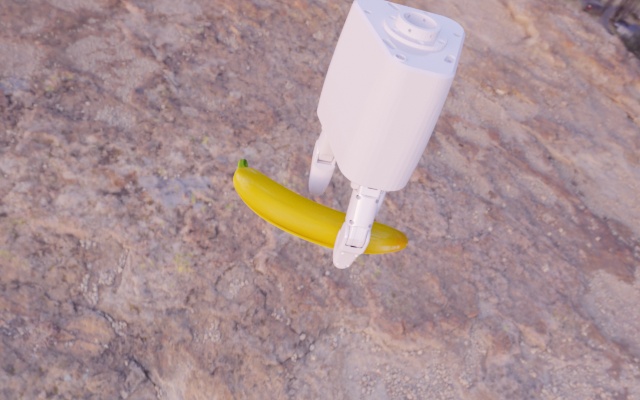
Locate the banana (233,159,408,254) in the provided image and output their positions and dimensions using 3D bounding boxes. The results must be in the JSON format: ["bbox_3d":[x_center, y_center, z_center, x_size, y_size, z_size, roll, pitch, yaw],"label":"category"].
[{"bbox_3d":[-0.011,0.010,0.465,0.198,0.037,0.069,27,40,11],"label":"banana"}]
